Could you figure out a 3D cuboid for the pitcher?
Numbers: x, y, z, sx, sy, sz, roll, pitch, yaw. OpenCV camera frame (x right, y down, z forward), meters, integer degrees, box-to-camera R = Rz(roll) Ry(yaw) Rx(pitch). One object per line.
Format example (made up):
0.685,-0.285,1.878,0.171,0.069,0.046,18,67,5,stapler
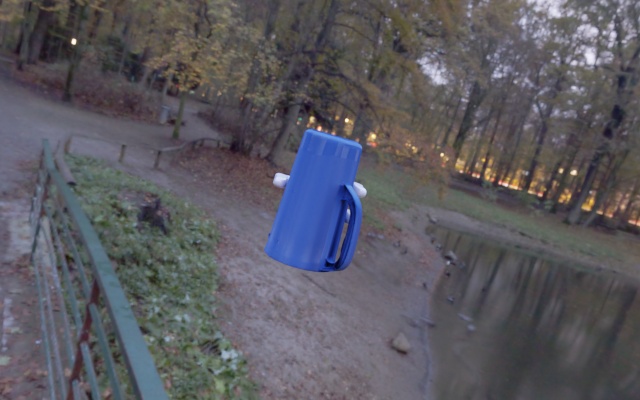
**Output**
0.000,0.003,0.864,0.149,0.243,0.145,16,8,-6,pitcher
